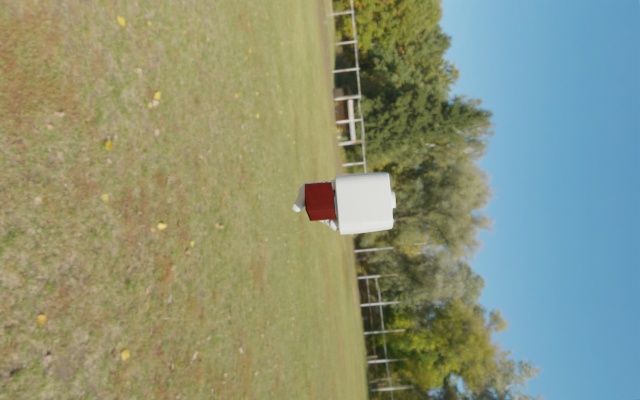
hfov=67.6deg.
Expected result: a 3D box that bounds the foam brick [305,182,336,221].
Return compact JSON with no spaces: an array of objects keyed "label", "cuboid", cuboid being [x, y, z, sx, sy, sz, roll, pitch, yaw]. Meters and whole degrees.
[{"label":"foam brick","cuboid":[0.000,0.003,0.895,0.051,0.053,0.078,-4,-17,4]}]
